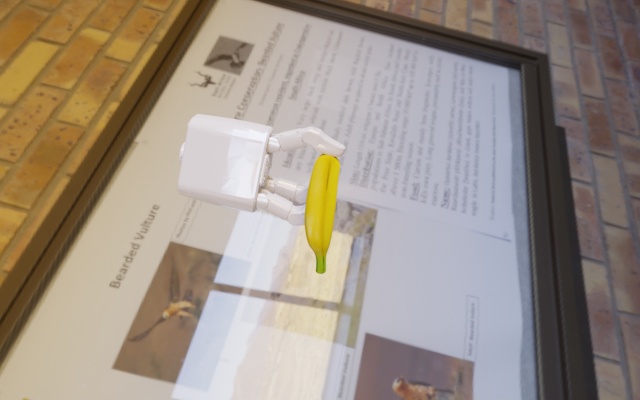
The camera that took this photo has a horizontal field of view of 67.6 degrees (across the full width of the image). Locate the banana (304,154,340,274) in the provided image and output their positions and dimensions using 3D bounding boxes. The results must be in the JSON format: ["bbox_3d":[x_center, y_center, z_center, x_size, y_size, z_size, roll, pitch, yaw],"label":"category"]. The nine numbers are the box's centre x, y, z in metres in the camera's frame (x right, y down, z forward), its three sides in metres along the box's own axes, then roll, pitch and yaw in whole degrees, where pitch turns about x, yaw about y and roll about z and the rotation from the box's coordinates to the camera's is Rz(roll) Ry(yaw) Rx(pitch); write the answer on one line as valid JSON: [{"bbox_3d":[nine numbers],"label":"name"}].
[{"bbox_3d":[0.002,-0.008,0.601,0.037,0.197,0.070,9,-43,-1],"label":"banana"}]
